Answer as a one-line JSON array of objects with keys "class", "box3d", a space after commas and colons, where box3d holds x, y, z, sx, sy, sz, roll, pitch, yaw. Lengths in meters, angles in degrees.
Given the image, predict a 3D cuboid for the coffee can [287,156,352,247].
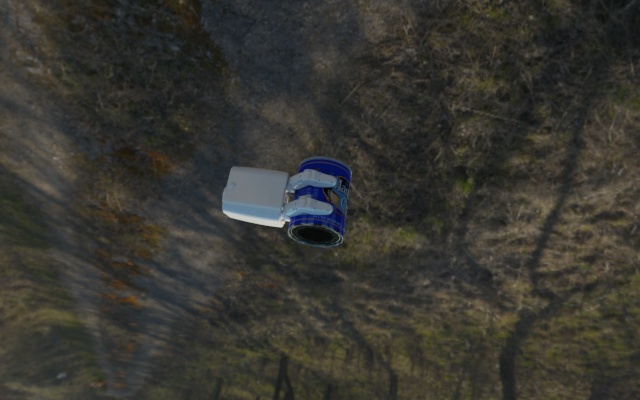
[{"class": "coffee can", "box3d": [0.000, 0.003, 0.890, 0.103, 0.140, 0.103, 7, -26, 3]}]
